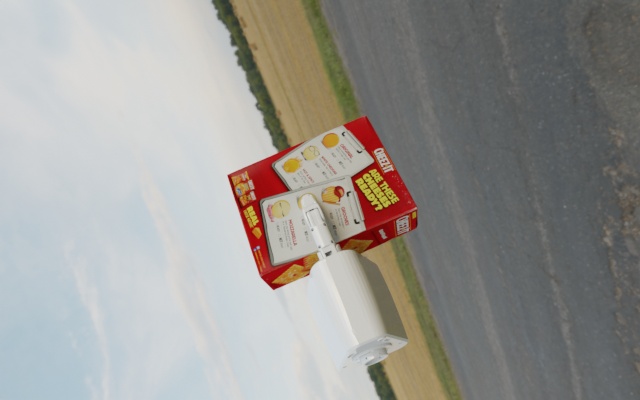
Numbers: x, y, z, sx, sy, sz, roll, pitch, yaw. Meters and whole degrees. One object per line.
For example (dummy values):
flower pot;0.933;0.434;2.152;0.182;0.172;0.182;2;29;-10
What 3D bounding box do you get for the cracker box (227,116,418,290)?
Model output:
cracker box;0.000;0.002;0.650;0.213;0.164;0.072;-23;-29;-1
